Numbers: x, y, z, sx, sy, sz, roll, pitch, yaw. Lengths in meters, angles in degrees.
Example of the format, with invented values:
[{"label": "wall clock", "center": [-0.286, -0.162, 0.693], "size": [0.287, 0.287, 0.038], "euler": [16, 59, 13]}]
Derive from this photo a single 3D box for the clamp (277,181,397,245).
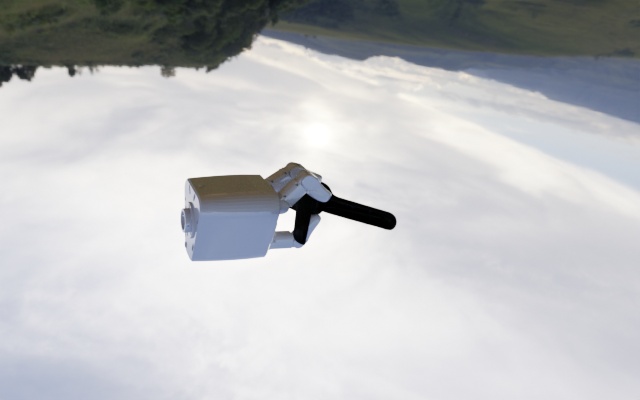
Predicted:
[{"label": "clamp", "center": [0.000, 0.003, 0.707], "size": [0.164, 0.036, 0.210], "euler": [-2, 25, -28]}]
